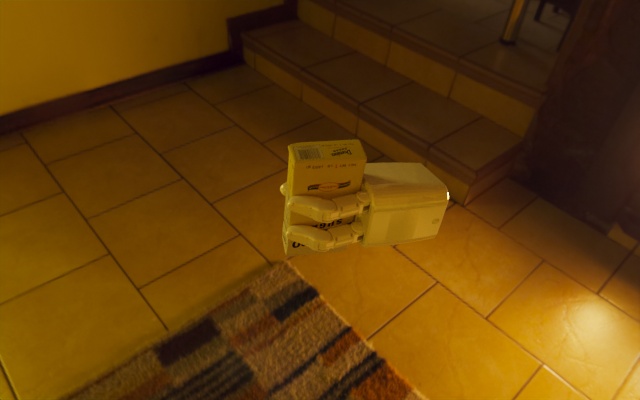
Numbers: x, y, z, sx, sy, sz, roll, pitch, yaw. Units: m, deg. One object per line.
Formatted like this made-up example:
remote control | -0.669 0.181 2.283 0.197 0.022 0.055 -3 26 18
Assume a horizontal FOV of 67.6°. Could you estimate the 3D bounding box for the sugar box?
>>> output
sugar box | 0.000 0.002 0.639 0.093 0.176 0.048 -5 43 -12
